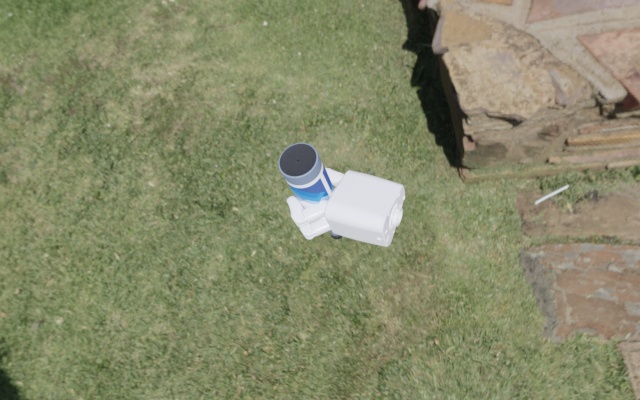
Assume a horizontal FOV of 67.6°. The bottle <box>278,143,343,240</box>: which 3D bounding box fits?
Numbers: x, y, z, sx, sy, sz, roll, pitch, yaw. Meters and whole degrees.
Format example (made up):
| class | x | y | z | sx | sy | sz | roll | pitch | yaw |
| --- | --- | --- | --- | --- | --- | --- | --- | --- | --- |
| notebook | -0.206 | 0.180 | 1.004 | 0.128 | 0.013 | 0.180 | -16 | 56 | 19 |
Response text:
| class | x | y | z | sx | sy | sz | roll | pitch | yaw |
| --- | --- | --- | --- | --- | --- | --- | --- | --- | --- |
| bottle | 0.000 | 0.003 | 0.885 | 0.069 | 0.069 | 0.296 | 0 | -27 | 16 |
